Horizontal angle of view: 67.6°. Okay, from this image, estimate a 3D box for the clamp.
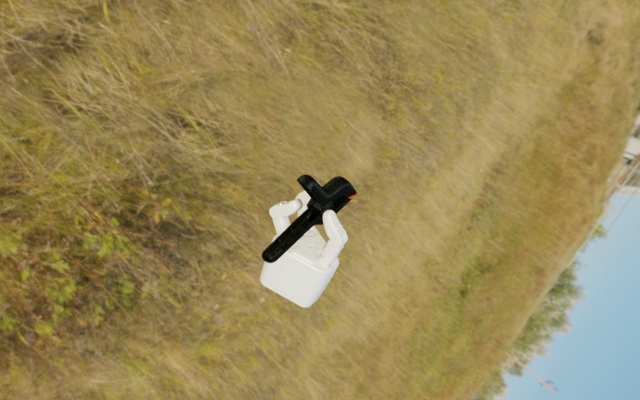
[{"bbox_3d":[0.001,0.003,0.765,0.036,0.165,0.210,40,40,18],"label":"clamp"}]
